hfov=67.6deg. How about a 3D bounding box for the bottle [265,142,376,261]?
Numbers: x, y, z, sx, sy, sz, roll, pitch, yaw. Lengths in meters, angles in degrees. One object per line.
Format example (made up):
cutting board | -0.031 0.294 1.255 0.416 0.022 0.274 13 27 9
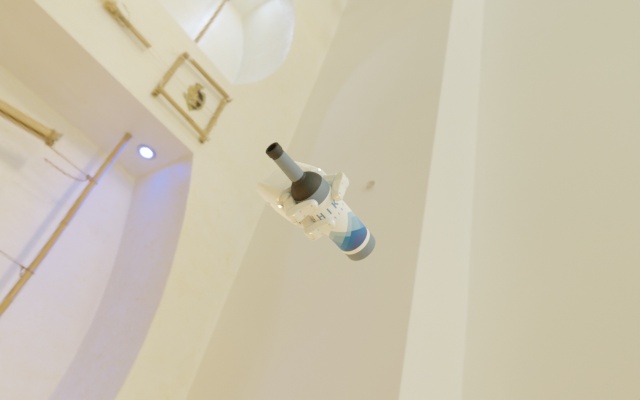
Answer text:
bottle | 0.000 0.003 0.883 0.069 0.069 0.296 0 -39 46
